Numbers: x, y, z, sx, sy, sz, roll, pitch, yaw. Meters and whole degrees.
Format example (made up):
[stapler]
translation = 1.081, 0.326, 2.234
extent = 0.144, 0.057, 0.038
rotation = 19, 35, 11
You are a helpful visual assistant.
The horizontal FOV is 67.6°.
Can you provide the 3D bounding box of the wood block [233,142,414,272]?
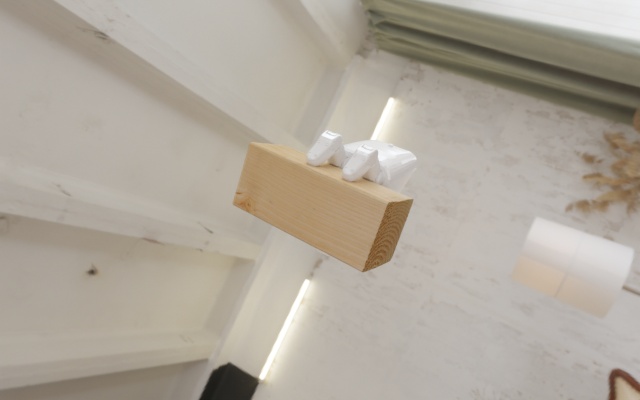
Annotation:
[wood block]
translation = 0.000, 0.002, 0.620
extent = 0.206, 0.091, 0.090
rotation = 25, 15, 27
